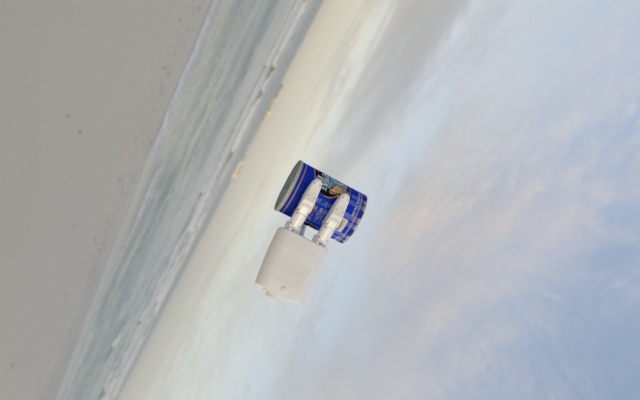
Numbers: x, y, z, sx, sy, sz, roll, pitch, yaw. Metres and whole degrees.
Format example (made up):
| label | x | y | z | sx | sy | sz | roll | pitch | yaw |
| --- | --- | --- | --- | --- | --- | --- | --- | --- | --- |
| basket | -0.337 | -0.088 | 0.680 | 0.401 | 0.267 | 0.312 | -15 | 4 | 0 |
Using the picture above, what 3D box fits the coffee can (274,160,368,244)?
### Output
| label | x | y | z | sx | sy | sz | roll | pitch | yaw |
| --- | --- | --- | --- | --- | --- | --- | --- | --- | --- |
| coffee can | 0.000 | 0.003 | 0.875 | 0.140 | 0.103 | 0.103 | 27 | -6 | -11 |
